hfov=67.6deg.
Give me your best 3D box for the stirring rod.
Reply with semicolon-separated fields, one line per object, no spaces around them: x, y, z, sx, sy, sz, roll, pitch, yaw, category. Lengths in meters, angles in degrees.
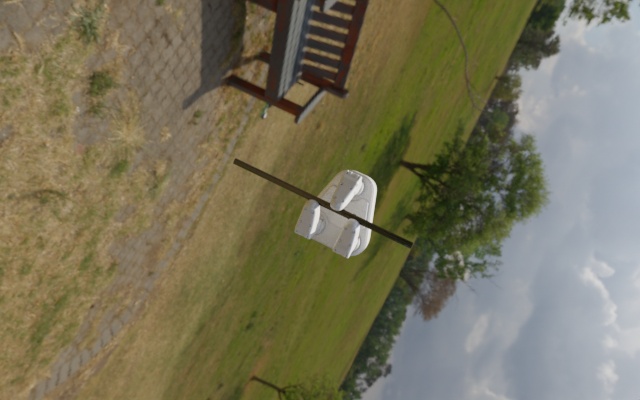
0.000;0.002;0.579;0.239;0.011;0.011;26;4;9;stirring rod
